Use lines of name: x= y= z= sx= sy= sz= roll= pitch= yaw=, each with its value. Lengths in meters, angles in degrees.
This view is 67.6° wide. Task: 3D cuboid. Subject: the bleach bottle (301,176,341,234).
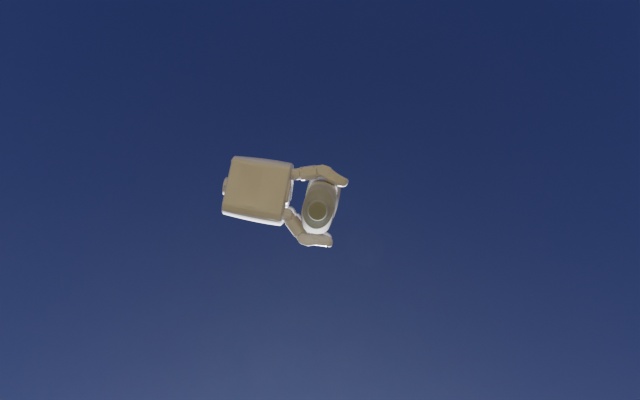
bleach bottle: x=0.000 y=0.003 z=0.855 sx=0.068 sy=0.102 sz=0.251 roll=11 pitch=2 yaw=1
